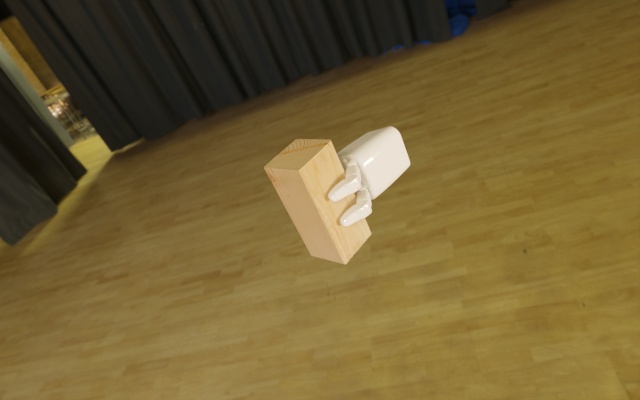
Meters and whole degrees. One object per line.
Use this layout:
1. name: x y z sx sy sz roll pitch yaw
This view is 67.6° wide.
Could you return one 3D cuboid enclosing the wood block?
1. wood block: 0.000 0.002 0.842 0.091 0.206 0.090 9 44 45
